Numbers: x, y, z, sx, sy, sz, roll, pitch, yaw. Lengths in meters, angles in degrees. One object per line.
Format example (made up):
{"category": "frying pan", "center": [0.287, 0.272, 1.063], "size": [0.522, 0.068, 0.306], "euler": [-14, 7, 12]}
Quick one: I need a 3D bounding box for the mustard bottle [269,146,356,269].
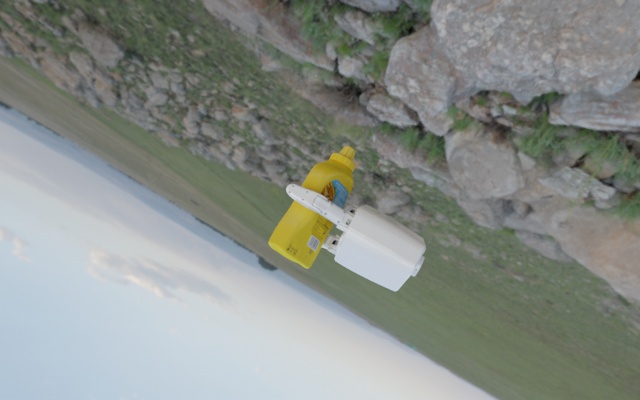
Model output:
{"category": "mustard bottle", "center": [0.000, 0.002, 0.715], "size": [0.058, 0.191, 0.096], "euler": [24, -12, 32]}
